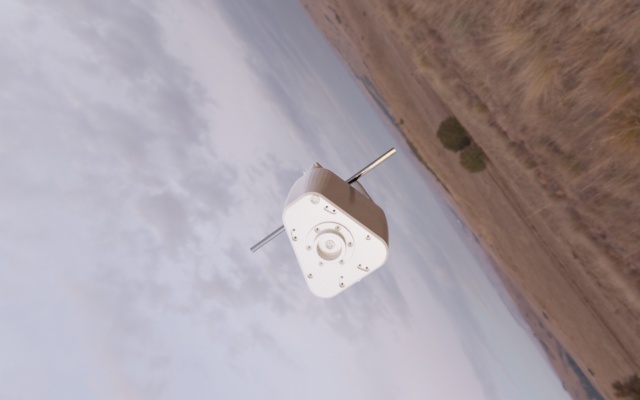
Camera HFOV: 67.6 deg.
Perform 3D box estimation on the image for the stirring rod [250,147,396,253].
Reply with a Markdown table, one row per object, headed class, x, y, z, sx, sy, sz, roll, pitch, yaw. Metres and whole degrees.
| class | x | y | z | sx | sy | sz | roll | pitch | yaw |
| --- | --- | --- | --- | --- | --- | --- | --- | --- | --- |
| stirring rod | 0.000 | 0.002 | 0.642 | 0.239 | 0.011 | 0.011 | -35 | -9 | 12 |
